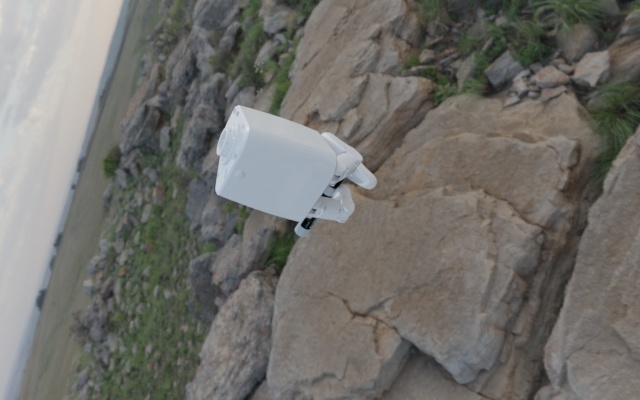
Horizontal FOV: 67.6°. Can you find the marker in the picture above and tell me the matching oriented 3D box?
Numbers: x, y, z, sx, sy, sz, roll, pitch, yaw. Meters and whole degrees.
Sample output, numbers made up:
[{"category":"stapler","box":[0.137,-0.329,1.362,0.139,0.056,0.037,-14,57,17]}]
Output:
[{"category":"marker","box":[0.000,0.002,0.639,0.020,0.121,0.020,23,34,-17]}]
